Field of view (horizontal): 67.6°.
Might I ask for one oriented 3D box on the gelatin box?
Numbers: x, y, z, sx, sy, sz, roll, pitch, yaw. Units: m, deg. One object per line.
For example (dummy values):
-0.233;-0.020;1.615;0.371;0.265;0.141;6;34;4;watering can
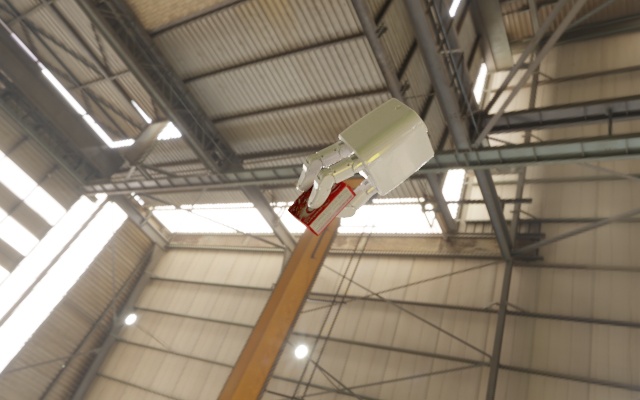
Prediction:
0.000;0.003;0.735;0.030;0.089;0.073;47;-8;-35;gelatin box
